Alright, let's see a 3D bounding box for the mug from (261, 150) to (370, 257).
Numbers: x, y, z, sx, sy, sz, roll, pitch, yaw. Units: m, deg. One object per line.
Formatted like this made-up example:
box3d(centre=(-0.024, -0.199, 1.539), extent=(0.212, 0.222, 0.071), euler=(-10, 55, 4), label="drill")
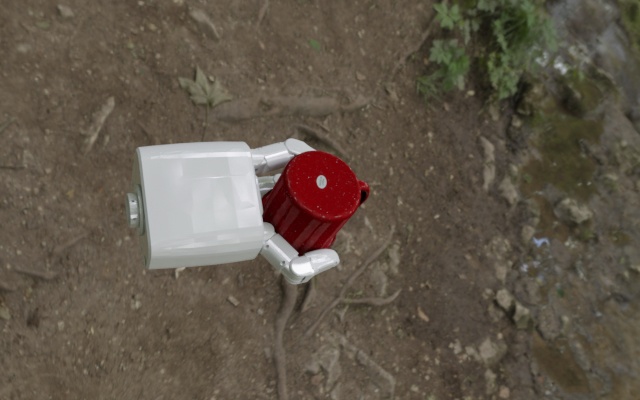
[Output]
box3d(centre=(0.001, 0.001, 0.497), extent=(0.117, 0.093, 0.081), euler=(-7, -27, -28), label="mug")
